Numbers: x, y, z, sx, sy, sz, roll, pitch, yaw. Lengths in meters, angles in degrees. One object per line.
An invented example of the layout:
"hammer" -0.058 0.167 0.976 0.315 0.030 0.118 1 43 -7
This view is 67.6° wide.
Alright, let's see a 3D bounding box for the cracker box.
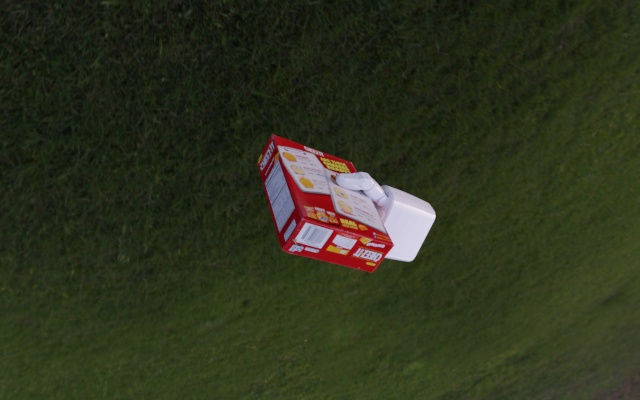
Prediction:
"cracker box" 0.000 0.002 0.747 0.164 0.072 0.213 17 31 -30
